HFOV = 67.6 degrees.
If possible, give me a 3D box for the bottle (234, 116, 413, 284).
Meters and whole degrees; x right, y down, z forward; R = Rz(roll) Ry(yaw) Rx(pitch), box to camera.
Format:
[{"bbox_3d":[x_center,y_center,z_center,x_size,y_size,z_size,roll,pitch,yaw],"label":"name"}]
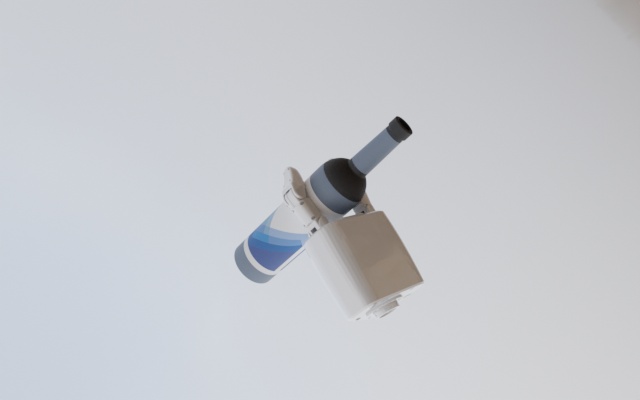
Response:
[{"bbox_3d":[0.000,0.002,0.610,0.296,0.069,0.069,-43,-24,28],"label":"bottle"}]
